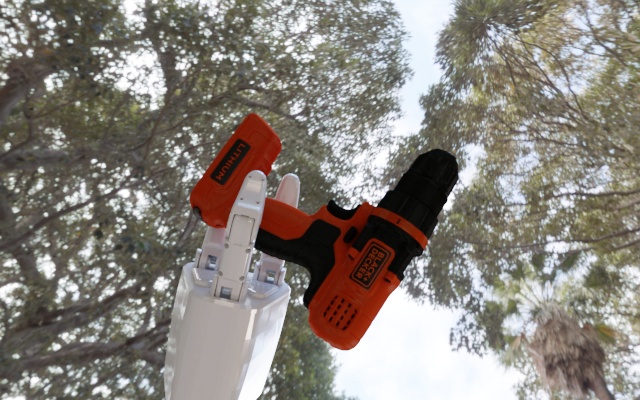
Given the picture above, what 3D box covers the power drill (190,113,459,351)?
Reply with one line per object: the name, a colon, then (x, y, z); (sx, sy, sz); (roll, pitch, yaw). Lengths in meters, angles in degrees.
power drill: (0.000, 0.001, 0.404); (0.187, 0.184, 0.057); (31, -13, 18)
